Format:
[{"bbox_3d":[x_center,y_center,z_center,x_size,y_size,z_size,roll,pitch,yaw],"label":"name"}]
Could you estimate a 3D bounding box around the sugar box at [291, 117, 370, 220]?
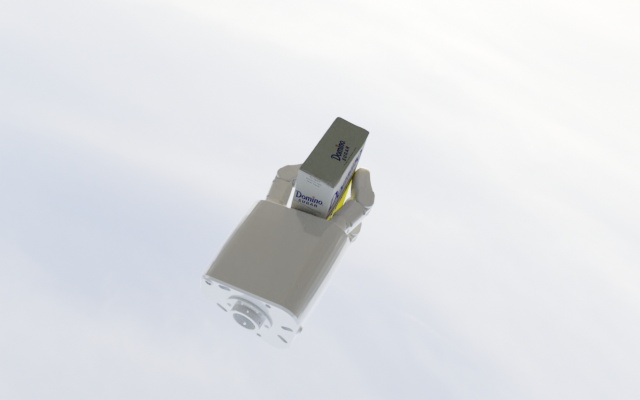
[{"bbox_3d":[0.000,0.002,0.538,0.048,0.093,0.176,28,-38,6],"label":"sugar box"}]
